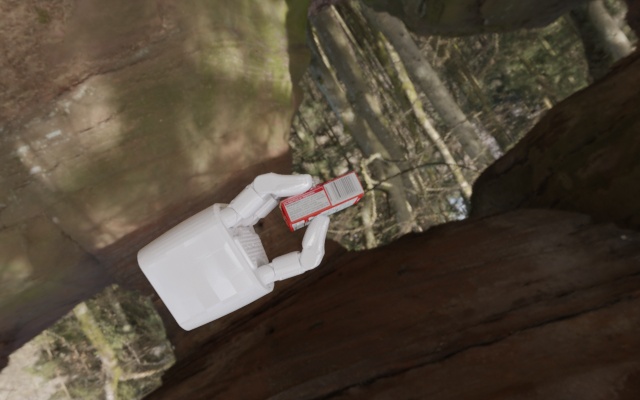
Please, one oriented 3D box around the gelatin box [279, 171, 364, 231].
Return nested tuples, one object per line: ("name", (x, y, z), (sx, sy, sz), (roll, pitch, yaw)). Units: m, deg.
("gelatin box", (0.001, 0.002, 0.533), (0.089, 0.030, 0.073), (-23, -7, -5))
